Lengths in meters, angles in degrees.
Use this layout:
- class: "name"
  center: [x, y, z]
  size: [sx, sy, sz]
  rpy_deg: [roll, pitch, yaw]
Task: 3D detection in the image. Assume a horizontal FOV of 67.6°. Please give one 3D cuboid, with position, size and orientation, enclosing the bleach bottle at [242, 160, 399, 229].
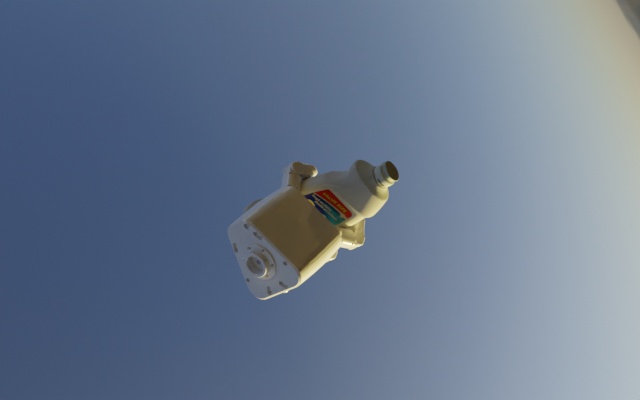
- class: "bleach bottle"
  center: [0.000, 0.002, 0.690]
  size: [0.251, 0.102, 0.068]
  rpy_deg: [-28, 5, 37]
